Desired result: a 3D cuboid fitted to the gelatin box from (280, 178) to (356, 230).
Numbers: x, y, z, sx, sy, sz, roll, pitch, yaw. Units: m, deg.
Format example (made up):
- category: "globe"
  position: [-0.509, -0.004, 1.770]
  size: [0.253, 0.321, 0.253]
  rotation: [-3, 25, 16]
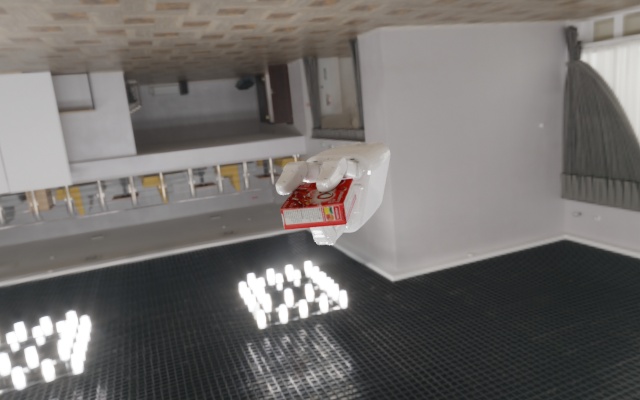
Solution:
- category: "gelatin box"
  position: [0.000, 0.002, 0.566]
  size: [0.073, 0.030, 0.089]
  rotation: [-5, 20, 14]
